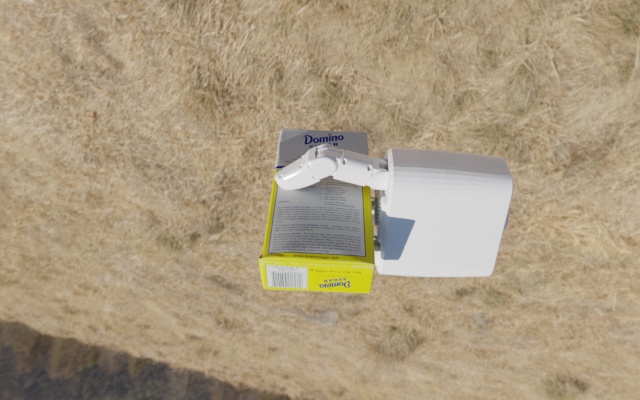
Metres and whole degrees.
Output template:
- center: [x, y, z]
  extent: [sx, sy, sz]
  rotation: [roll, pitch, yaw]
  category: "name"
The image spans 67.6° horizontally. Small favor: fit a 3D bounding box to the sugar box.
- center: [0.000, 0.002, 0.447]
  extent: [0.093, 0.048, 0.176]
  rotation: [3, 42, 1]
  category: "sugar box"
